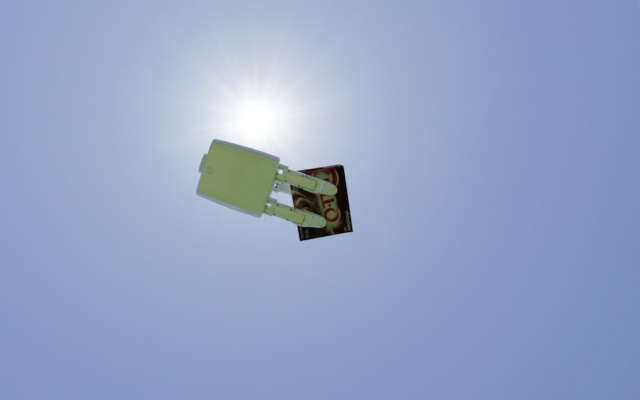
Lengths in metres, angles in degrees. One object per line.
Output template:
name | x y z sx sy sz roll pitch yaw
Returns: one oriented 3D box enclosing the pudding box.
pudding box | 0.000 0.003 0.777 0.090 0.113 0.039 -10 11 -4
